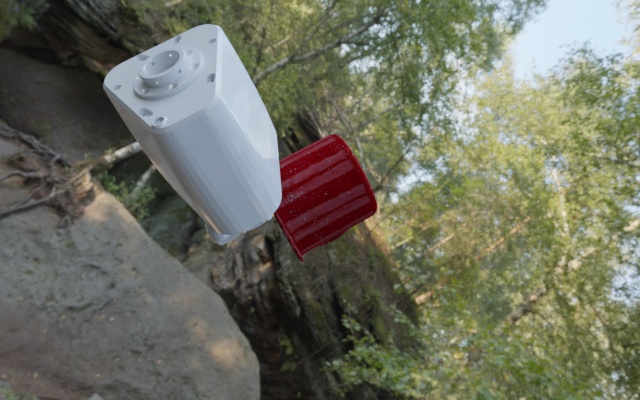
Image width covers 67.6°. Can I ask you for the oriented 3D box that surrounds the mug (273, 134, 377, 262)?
[{"bbox_3d":[0.001,0.002,0.431,0.081,0.093,0.117,-29,-41,-4],"label":"mug"}]
